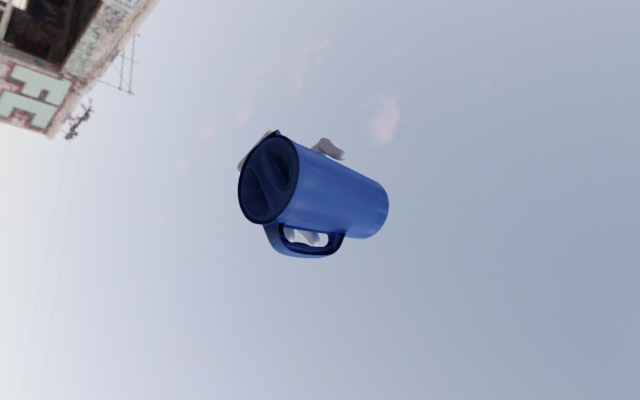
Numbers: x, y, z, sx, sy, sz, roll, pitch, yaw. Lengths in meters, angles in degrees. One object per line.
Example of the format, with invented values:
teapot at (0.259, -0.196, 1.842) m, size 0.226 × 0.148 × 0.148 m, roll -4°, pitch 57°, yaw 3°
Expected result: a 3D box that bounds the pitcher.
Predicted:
pitcher at (0.000, 0.002, 0.758) m, size 0.243 × 0.149 × 0.145 m, roll 17°, pitch 16°, yaw -44°
